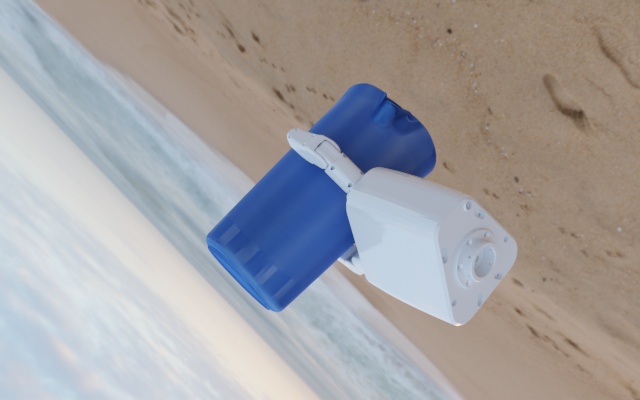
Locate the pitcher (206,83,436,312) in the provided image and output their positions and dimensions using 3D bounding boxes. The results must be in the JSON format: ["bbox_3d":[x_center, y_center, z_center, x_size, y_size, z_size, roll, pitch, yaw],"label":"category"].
[{"bbox_3d":[0.000,0.002,0.522,0.242,0.149,0.145,-44,34,-17],"label":"pitcher"}]
